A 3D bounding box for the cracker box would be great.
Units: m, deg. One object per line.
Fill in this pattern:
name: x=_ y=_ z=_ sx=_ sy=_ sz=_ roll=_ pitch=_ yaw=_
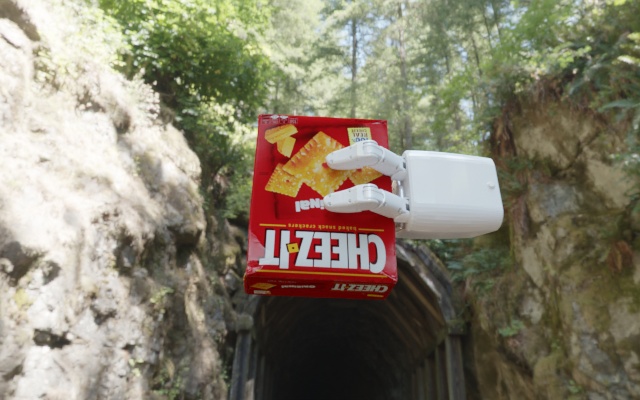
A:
cracker box: x=0.000 y=0.002 z=0.566 sx=0.164 sy=0.213 sz=0.072 roll=3 pitch=-28 yaw=-4
